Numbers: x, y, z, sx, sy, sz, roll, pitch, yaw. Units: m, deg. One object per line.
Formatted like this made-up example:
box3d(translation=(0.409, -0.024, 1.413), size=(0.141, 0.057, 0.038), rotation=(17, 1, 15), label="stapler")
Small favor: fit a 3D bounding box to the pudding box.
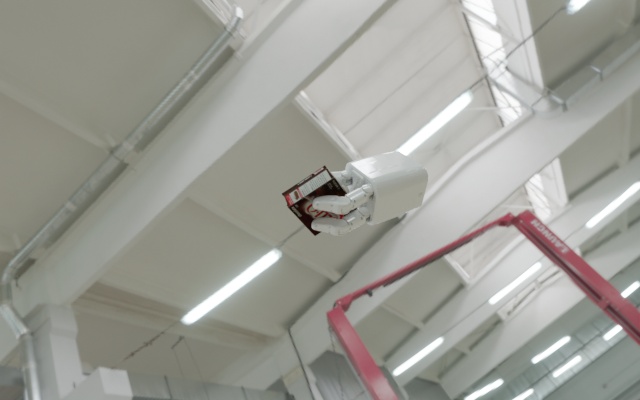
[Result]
box3d(translation=(0.000, 0.002, 0.805), size=(0.090, 0.039, 0.113), rotation=(-34, -40, 5), label="pudding box")
